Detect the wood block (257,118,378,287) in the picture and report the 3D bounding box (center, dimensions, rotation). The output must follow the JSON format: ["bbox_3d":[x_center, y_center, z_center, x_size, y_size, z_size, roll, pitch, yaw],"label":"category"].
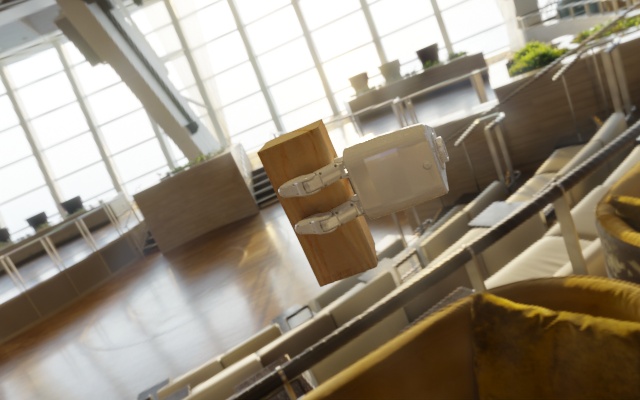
[{"bbox_3d":[0.000,0.002,0.671,0.090,0.206,0.090,-21,15,9],"label":"wood block"}]
